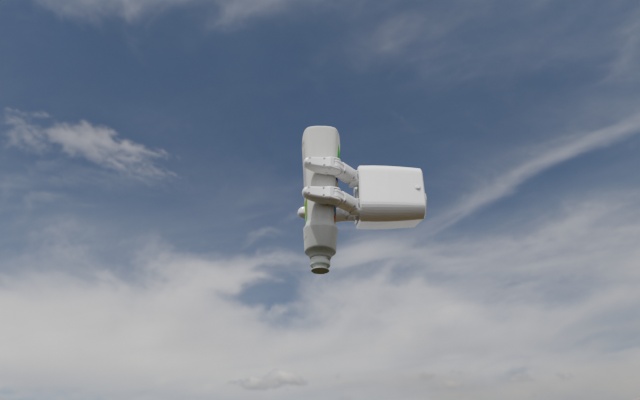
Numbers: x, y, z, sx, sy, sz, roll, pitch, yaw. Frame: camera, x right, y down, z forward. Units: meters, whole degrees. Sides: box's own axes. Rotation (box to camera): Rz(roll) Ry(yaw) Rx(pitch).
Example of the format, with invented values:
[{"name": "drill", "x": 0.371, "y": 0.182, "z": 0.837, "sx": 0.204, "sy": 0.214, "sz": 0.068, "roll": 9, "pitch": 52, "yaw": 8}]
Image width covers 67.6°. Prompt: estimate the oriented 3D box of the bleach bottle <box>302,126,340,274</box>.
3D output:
[{"name": "bleach bottle", "x": 0.000, "y": 0.003, "z": 0.795, "sx": 0.068, "sy": 0.250, "sz": 0.103, "roll": 0, "pitch": -29, "yaw": 0}]
